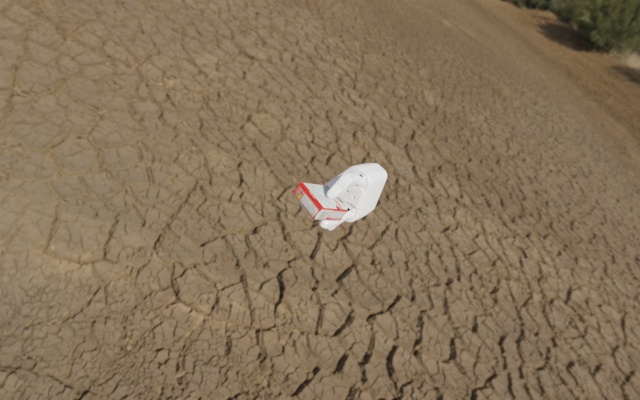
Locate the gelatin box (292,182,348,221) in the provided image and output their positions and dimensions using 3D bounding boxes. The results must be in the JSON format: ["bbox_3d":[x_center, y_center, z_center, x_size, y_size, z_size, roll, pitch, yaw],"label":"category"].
[{"bbox_3d":[0.000,0.003,0.896,0.089,0.030,0.073,6,39,-54],"label":"gelatin box"}]
